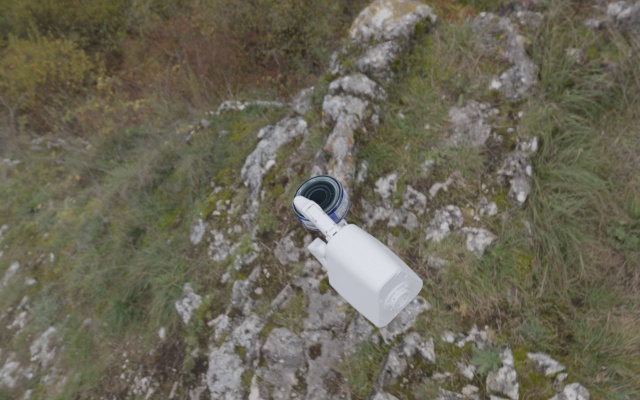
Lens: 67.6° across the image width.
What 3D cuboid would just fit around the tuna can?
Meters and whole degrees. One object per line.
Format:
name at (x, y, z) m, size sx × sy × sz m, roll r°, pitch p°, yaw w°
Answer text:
tuna can at (0.000, 0.002, 0.746) m, size 0.086 × 0.086 × 0.034 m, roll 0°, pitch -33°, yaw 27°
